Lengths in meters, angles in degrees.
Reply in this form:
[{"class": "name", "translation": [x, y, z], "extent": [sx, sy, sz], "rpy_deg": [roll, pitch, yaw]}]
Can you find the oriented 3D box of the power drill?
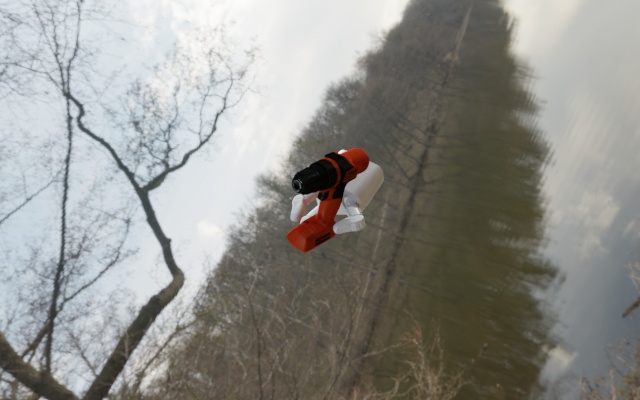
[{"class": "power drill", "translation": [0.000, 0.003, 0.845], "extent": [0.057, 0.188, 0.184], "rpy_deg": [41, 39, 23]}]
